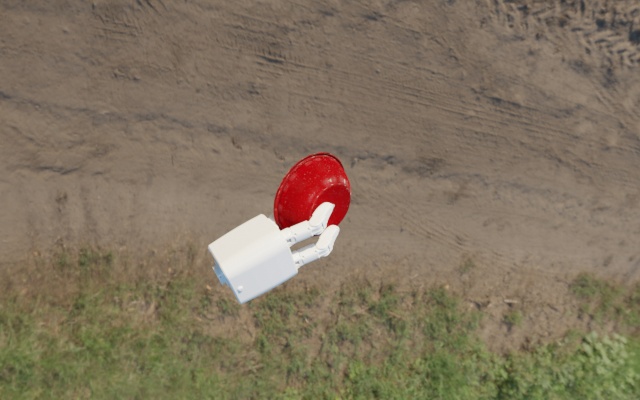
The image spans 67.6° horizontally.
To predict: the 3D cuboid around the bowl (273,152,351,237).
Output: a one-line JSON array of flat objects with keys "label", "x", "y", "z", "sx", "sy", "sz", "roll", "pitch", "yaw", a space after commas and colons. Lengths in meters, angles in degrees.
[{"label": "bowl", "x": 0.001, "y": 0.002, "z": 0.814, "sx": 0.162, "sy": 0.162, "sz": 0.055, "roll": 0, "pitch": 24, "yaw": -46}]
